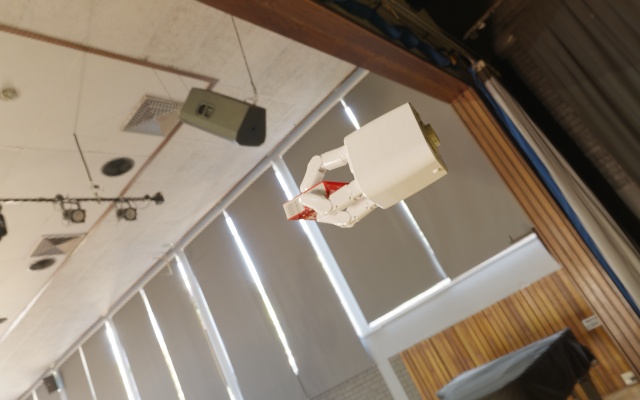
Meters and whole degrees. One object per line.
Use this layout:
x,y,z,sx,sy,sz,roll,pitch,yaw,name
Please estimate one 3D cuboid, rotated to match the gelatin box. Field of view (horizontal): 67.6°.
0.000,0.002,0.726,0.089,0.030,0.073,-29,-19,33,gelatin box
